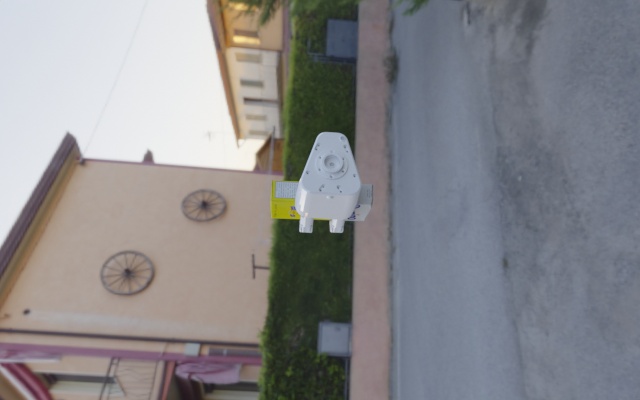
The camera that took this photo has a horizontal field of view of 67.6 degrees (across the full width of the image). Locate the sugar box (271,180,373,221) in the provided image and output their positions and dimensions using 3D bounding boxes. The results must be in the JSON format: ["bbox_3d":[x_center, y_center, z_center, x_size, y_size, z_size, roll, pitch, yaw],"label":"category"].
[{"bbox_3d":[0.000,0.003,0.856,0.176,0.048,0.093,4,-21,-4],"label":"sugar box"}]
